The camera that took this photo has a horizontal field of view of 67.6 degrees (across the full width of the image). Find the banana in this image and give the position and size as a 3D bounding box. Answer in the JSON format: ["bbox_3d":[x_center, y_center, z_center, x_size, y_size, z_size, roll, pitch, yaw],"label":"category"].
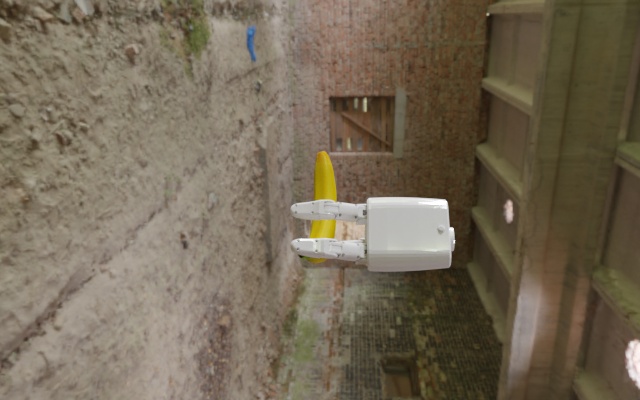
[{"bbox_3d":[0.003,0.017,0.690,0.037,0.197,0.070,-2,-42,11],"label":"banana"}]
